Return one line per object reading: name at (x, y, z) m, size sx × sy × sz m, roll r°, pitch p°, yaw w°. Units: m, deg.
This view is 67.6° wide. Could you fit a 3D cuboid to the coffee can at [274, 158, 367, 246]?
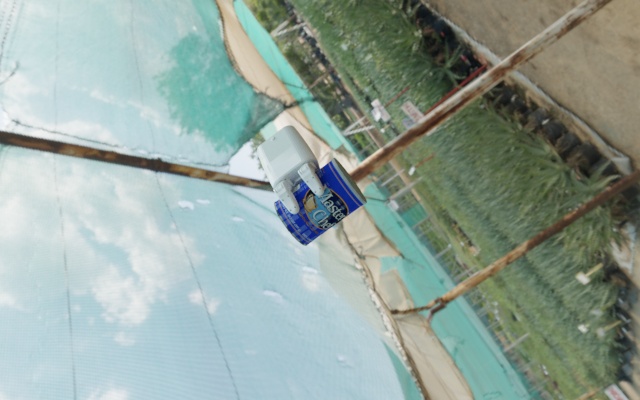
coffee can at (0.000, 0.003, 0.884) m, size 0.140 × 0.103 × 0.103 m, roll -36°, pitch -6°, yaw 9°
